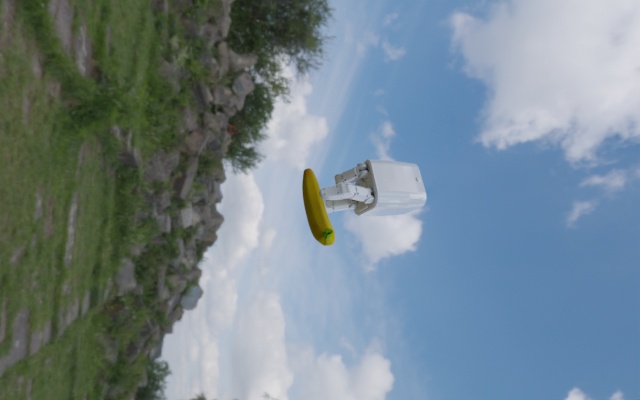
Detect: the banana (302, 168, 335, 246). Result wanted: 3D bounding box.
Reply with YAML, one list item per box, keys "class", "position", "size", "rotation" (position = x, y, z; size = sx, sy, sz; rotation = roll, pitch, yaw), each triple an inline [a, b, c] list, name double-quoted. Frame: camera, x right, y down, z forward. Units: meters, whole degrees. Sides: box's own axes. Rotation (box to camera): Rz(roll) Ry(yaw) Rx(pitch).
- class: "banana"
  position: [-0.003, 0.020, 0.856]
  size: [0.037, 0.070, 0.197]
  rotation: [1, 35, -17]
